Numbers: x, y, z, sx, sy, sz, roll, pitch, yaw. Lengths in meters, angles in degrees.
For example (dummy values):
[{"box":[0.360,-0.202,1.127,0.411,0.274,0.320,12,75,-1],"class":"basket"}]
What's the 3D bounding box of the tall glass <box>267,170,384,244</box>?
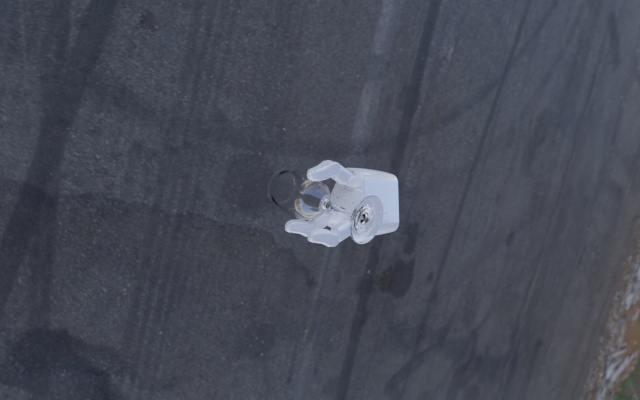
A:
[{"box":[0.001,0.003,0.763,0.079,0.079,0.201,0,15,-46],"class":"tall glass"}]
